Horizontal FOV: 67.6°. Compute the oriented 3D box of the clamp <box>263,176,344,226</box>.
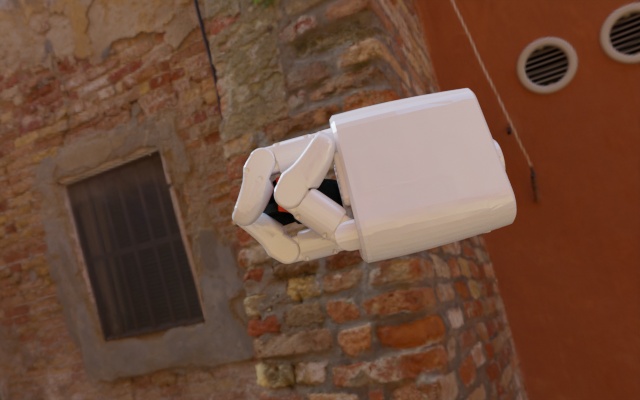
[{"bbox_3d":[0.000,0.001,0.440,0.120,0.039,0.171,-13,-5,2],"label":"clamp"}]
